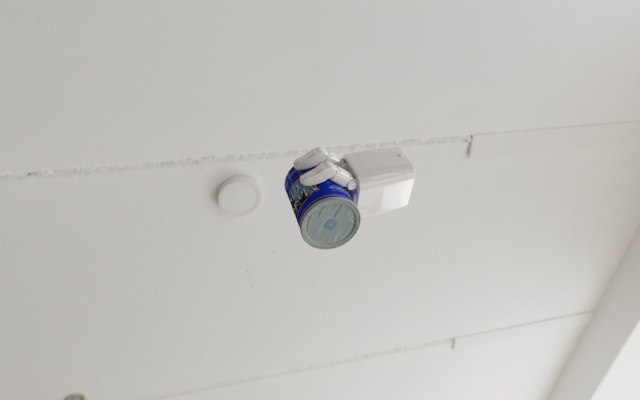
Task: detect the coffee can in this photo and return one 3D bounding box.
[{"bbox_3d":[0.000,0.003,0.833,0.103,0.103,0.140,0,33,-17],"label":"coffee can"}]
